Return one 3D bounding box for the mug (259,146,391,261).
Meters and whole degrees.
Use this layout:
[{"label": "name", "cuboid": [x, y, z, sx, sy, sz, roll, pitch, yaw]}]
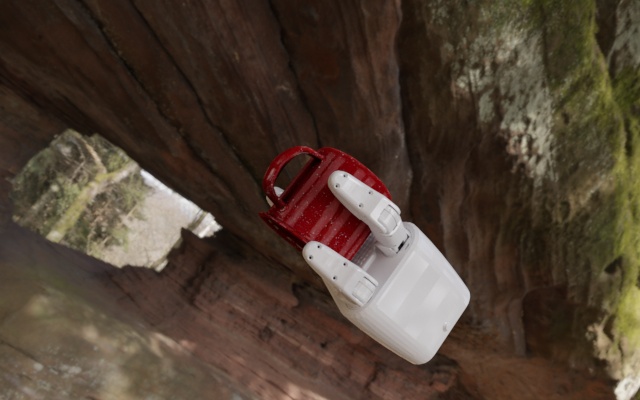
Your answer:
[{"label": "mug", "cuboid": [-0.001, 0.000, 0.409, 0.117, 0.081, 0.093, 44, -13, -31]}]
